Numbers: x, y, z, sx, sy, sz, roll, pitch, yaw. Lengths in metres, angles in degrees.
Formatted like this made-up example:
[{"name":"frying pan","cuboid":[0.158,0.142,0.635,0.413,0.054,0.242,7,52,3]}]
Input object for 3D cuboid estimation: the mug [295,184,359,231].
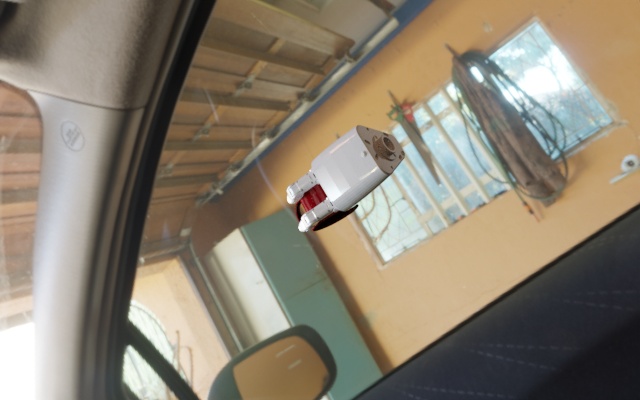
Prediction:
[{"name":"mug","cuboid":[-0.001,0.003,0.851,0.117,0.081,0.093,-37,-14,33]}]
